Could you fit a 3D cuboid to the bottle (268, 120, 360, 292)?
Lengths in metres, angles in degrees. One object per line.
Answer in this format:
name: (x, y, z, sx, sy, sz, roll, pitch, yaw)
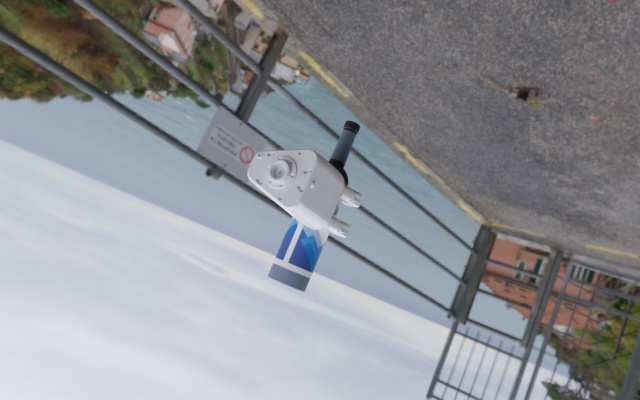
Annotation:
bottle: (0.000, 0.003, 0.800, 0.069, 0.295, 0.069, 22, -8, 4)
